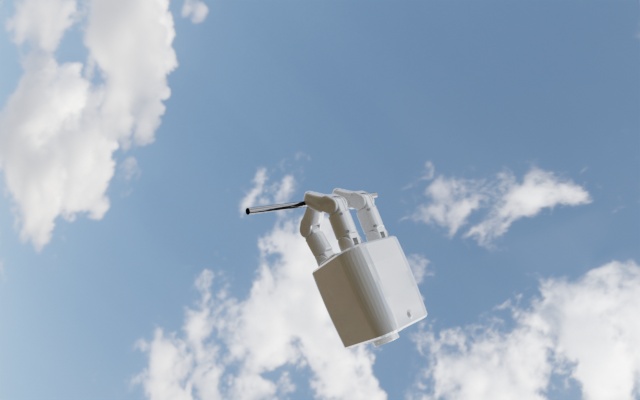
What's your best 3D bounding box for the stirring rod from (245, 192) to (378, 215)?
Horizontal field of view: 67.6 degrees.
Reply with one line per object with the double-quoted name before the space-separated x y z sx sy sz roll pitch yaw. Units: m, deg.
"stirring rod" 0.000 0.002 0.622 0.011 0.011 0.239 0 5 43
